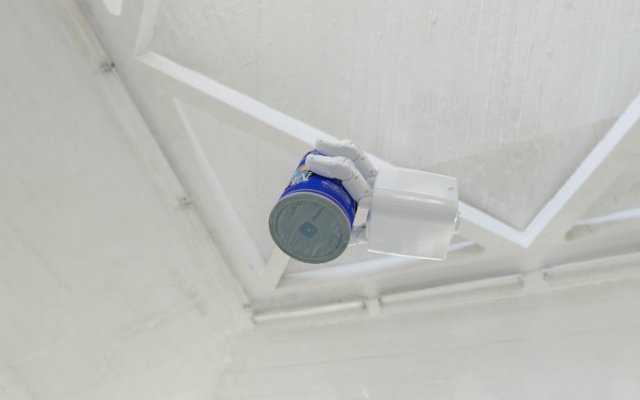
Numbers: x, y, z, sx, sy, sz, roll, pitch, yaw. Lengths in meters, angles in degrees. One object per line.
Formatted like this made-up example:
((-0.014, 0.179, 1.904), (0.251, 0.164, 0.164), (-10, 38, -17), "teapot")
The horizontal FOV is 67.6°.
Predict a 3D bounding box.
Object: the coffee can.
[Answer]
((0.000, 0.002, 0.639), (0.103, 0.103, 0.140), (0, 30, 14), "coffee can")
